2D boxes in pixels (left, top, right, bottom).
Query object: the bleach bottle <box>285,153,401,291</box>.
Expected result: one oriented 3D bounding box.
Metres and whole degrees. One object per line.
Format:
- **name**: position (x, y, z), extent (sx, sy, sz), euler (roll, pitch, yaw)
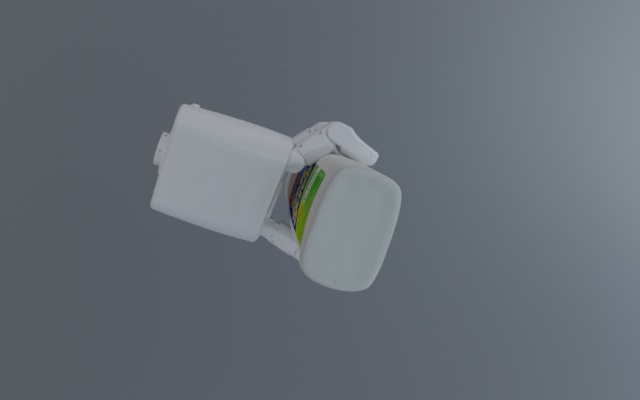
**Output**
- **bleach bottle**: position (0.000, 0.002, 0.488), extent (0.068, 0.102, 0.251), euler (18, 5, -15)
